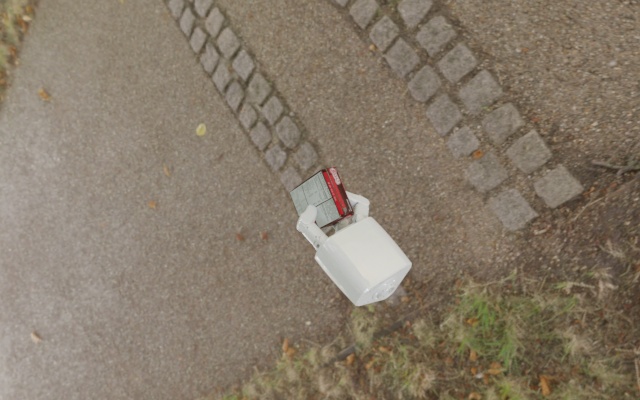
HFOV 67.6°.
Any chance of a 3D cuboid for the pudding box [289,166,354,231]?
[{"bbox_3d":[0.000,0.003,0.836,0.039,0.090,0.113,-14,-10,-40],"label":"pudding box"}]
